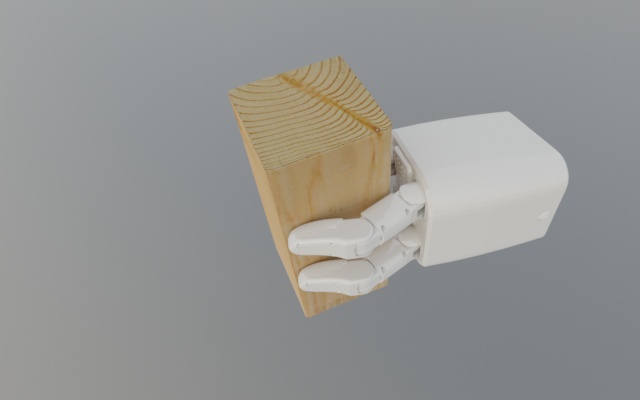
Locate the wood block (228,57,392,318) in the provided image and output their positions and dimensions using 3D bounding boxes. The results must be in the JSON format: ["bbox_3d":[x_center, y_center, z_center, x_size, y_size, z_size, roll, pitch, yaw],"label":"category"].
[{"bbox_3d":[0.000,0.001,0.401,0.090,0.090,0.206,-20,-39,-9],"label":"wood block"}]
